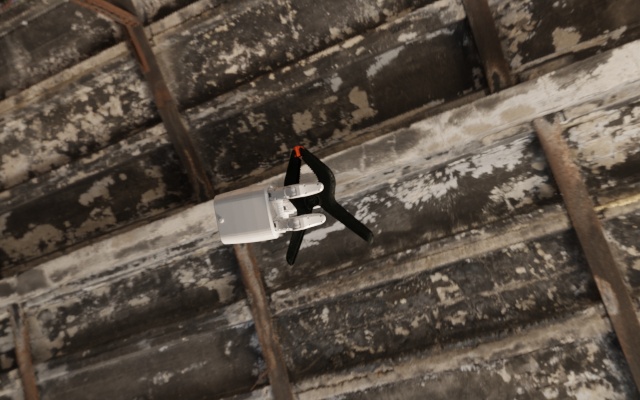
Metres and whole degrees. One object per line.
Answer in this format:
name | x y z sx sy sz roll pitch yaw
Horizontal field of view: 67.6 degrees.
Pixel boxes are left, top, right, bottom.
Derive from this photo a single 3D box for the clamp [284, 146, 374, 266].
clamp | 0.000 0.002 0.850 0.164 0.210 0.036 -10 2 12
